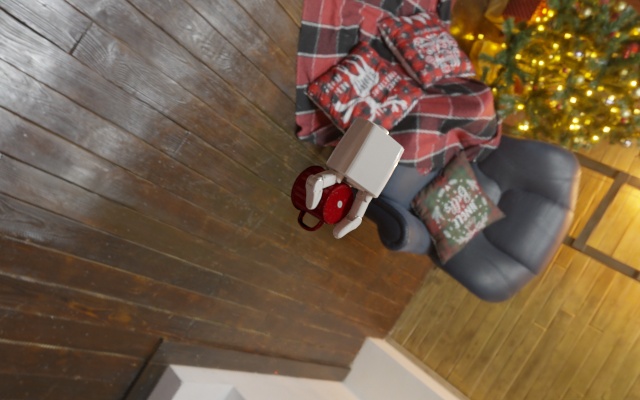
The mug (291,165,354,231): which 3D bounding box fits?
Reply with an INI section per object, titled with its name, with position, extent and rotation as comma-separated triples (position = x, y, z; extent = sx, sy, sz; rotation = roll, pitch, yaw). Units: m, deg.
[mug]
position = -0.001, 0.004, 0.879
extent = 0.081, 0.117, 0.093
rotation = 31, -1, 39
